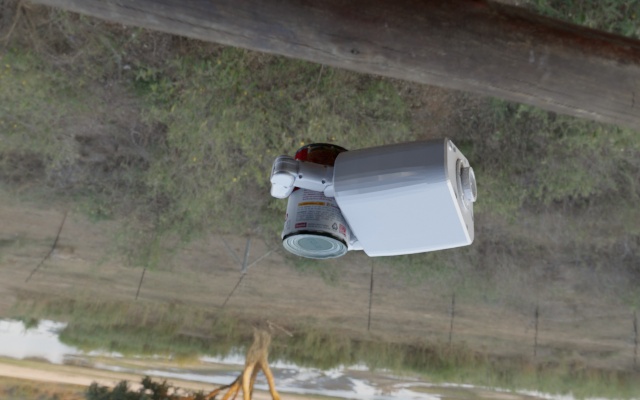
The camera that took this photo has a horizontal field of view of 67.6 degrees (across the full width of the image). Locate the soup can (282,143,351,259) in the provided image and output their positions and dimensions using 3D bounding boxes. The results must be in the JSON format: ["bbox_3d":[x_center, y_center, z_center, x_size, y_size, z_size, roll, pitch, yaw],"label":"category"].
[{"bbox_3d":[0.000,0.002,0.494,0.068,0.102,0.068,5,-27,3],"label":"soup can"}]
